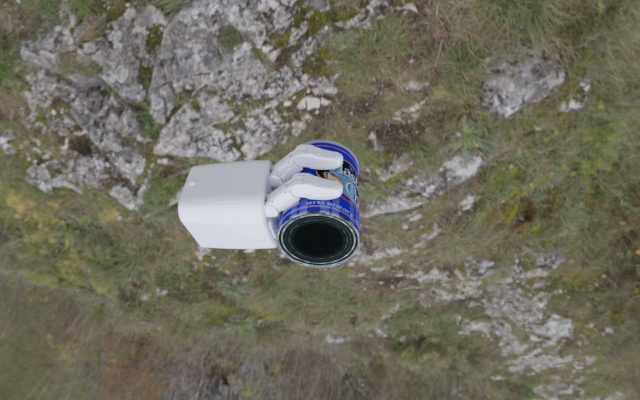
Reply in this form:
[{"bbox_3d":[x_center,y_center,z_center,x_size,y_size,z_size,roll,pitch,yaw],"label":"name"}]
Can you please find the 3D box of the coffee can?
[{"bbox_3d":[0.000,0.002,0.628,0.103,0.103,0.140,0,44,3],"label":"coffee can"}]
